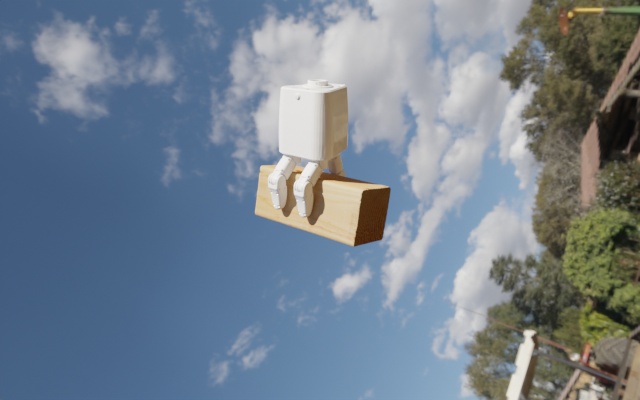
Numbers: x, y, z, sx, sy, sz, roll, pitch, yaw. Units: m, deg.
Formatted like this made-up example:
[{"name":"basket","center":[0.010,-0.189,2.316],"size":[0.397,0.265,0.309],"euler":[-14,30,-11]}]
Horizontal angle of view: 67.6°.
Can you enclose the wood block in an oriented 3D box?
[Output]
[{"name":"wood block","center":[0.000,0.002,0.793],"size":[0.206,0.090,0.091],"euler":[16,13,35]}]
